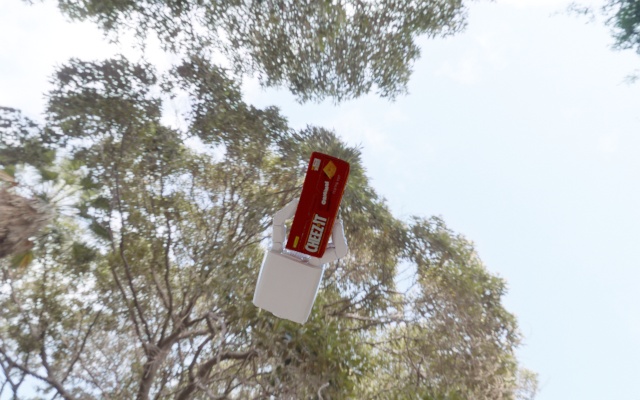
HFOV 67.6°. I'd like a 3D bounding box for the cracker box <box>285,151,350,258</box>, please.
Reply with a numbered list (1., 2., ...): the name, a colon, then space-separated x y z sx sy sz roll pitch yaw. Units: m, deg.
1. cracker box: 0.000 0.003 0.859 0.072 0.164 0.213 16 4 1
